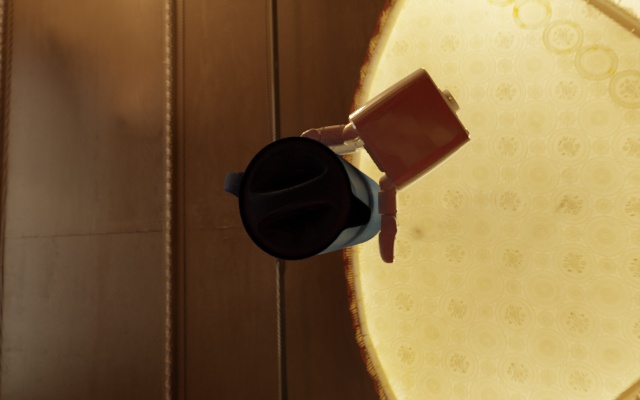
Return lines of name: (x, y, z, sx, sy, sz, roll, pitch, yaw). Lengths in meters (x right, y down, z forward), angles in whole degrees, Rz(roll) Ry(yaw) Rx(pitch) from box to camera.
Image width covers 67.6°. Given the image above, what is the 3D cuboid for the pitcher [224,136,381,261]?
pitcher: (0.000, 0.002, 0.619, 0.145, 0.149, 0.243, -35, -15, 15)
